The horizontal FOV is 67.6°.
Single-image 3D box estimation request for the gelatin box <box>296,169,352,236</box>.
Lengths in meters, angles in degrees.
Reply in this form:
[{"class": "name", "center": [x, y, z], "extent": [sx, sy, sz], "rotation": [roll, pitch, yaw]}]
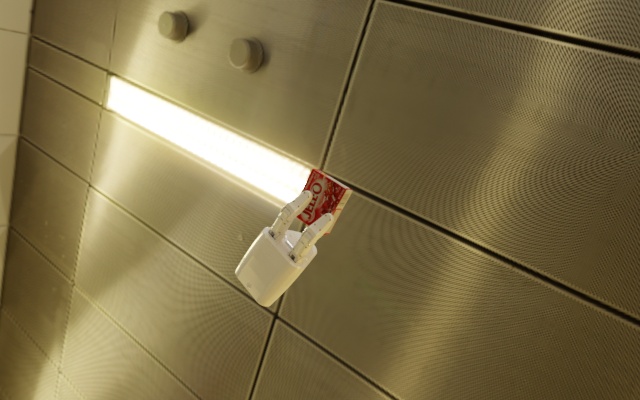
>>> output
[{"class": "gelatin box", "center": [0.000, 0.002, 0.802], "extent": [0.073, 0.089, 0.030], "rotation": [33, 12, 24]}]
